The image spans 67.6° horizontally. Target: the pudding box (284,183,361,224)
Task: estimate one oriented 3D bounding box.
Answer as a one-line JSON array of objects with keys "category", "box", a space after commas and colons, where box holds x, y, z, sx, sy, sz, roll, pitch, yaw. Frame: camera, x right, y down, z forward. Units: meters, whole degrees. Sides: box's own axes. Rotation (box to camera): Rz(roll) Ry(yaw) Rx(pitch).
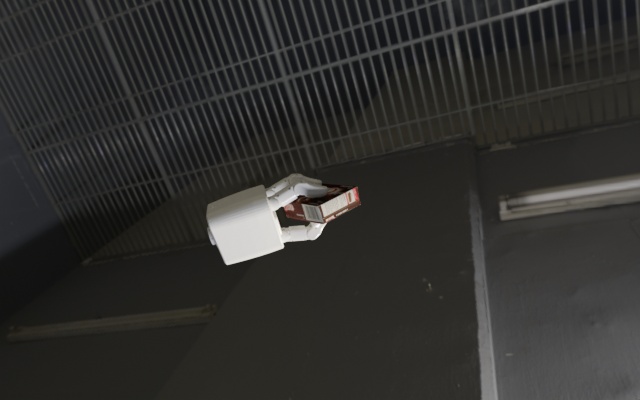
[{"category": "pudding box", "box": [0.000, 0.003, 0.838, 0.090, 0.039, 0.113, -28, 23, -32]}]
